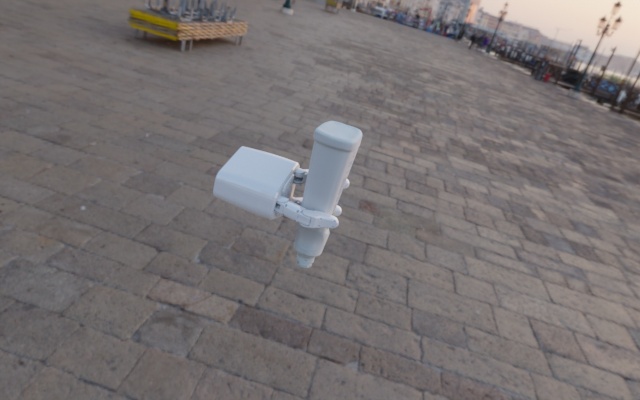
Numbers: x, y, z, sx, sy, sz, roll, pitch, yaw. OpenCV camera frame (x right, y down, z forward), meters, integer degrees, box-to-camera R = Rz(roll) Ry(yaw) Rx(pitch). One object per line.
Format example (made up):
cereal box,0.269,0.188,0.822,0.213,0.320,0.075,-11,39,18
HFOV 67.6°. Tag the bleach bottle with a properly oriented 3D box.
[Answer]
bleach bottle,0.000,0.002,0.780,0.068,0.251,0.102,20,24,8
